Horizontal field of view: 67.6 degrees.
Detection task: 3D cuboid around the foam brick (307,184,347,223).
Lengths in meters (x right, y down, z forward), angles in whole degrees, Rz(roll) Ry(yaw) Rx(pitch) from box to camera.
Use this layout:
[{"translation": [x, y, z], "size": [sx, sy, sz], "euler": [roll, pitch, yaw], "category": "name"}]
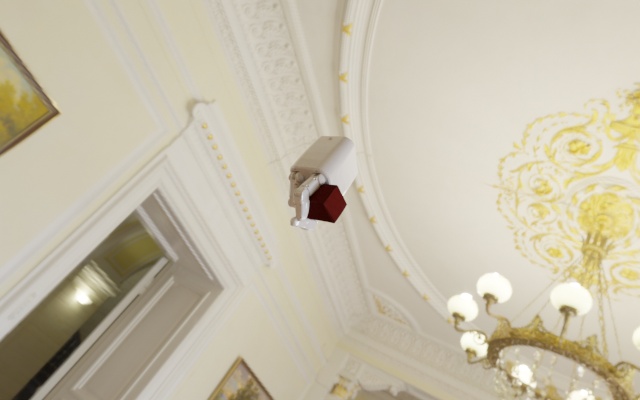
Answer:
[{"translation": [0.000, 0.003, 0.895], "size": [0.078, 0.053, 0.051], "euler": [8, 48, 40], "category": "foam brick"}]
